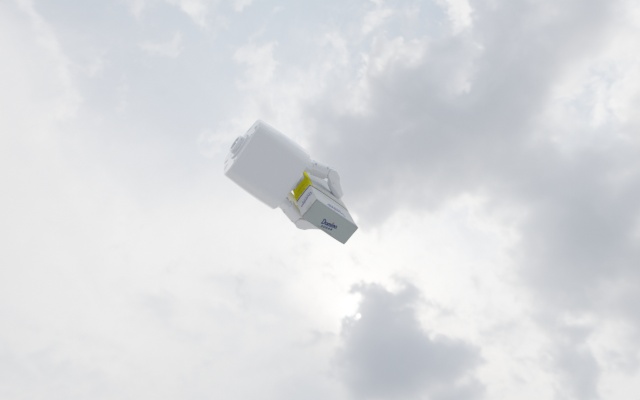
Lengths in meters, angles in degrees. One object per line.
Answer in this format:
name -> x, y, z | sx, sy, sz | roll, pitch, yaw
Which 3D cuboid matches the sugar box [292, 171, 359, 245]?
sugar box -> 0.000, 0.003, 0.840 | 0.093, 0.048, 0.176 | 34, 14, -22
